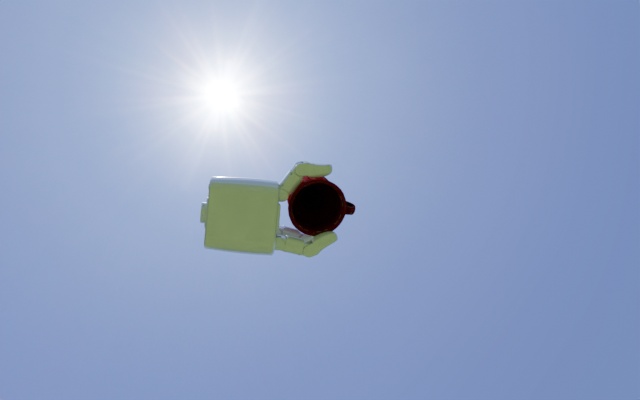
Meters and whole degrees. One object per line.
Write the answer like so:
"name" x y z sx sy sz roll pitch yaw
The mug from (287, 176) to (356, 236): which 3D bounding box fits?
"mug" 0.002 0.003 0.784 0.117 0.093 0.081 7 15 -13
